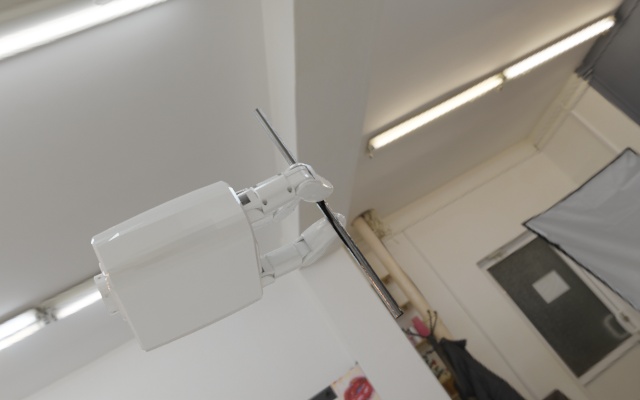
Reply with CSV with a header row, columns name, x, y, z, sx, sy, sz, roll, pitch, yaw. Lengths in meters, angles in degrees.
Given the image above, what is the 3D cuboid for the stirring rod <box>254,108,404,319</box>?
name,x,y,z,sx,sy,sz,roll,pitch,yaw
stirring rod,0.000,0.001,0.428,0.011,0.239,0.011,-29,-24,-14
